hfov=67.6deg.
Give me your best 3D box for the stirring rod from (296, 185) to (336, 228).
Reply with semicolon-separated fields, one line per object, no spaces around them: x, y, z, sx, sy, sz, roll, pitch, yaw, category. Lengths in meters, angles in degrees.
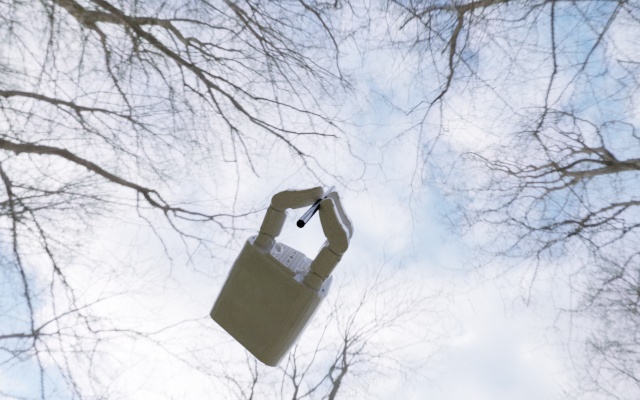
0.000;0.002;0.528;0.011;0.011;0.239;0;9;8;stirring rod
